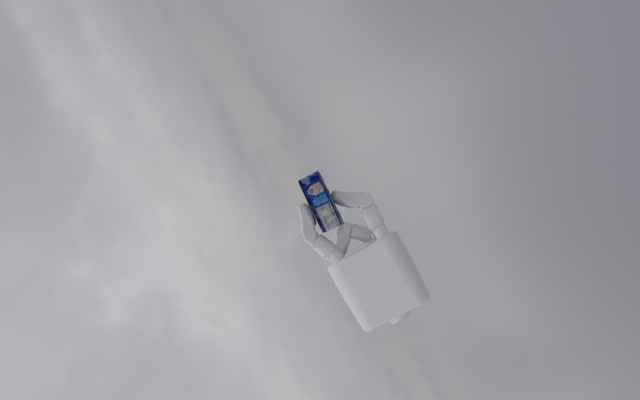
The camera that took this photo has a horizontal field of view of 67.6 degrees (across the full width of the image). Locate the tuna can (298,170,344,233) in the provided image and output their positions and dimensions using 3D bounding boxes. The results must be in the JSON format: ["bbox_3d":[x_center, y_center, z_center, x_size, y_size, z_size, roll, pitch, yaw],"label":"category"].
[{"bbox_3d":[0.000,0.002,0.682,0.034,0.086,0.086,-26,0,-1],"label":"tuna can"}]
